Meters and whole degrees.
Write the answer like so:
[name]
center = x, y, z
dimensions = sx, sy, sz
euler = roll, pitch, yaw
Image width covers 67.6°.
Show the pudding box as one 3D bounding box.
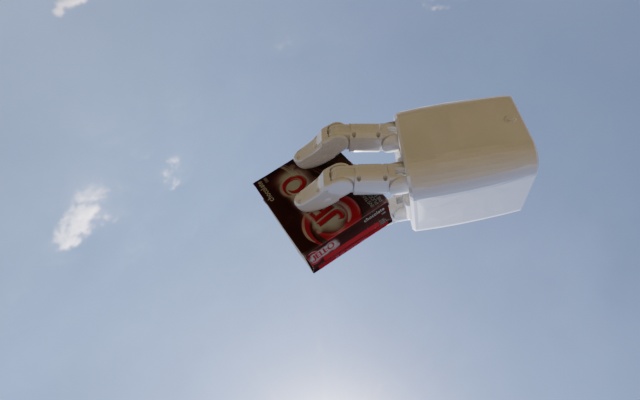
[pudding box]
center = 0.000, 0.002, 0.457
dimensions = 0.090, 0.039, 0.113
euler = -32, 47, -9
